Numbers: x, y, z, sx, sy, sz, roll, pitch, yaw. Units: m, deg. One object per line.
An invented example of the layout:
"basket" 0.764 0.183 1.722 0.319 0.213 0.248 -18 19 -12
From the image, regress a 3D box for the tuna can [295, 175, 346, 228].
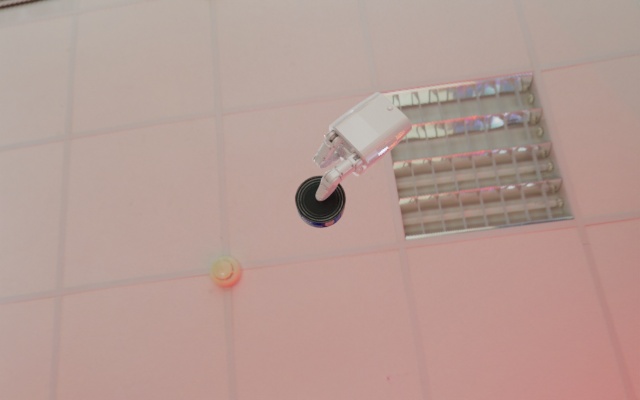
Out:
"tuna can" 0.000 0.003 0.815 0.086 0.086 0.034 0 -21 1
